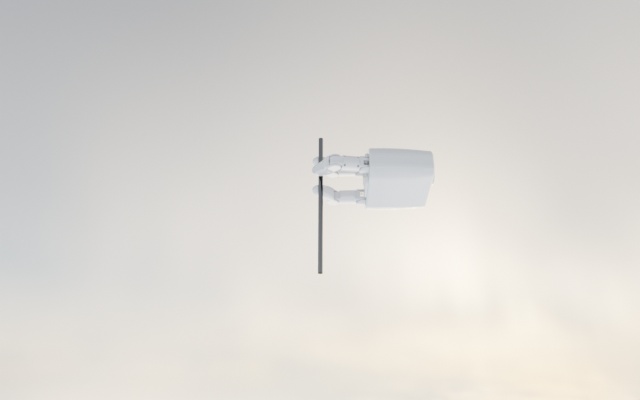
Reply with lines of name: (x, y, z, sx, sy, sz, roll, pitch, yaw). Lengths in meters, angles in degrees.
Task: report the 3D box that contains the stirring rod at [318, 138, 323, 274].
stirring rod: (0.000, 0.002, 0.788, 0.011, 0.239, 0.011, 0, -23, 0)
